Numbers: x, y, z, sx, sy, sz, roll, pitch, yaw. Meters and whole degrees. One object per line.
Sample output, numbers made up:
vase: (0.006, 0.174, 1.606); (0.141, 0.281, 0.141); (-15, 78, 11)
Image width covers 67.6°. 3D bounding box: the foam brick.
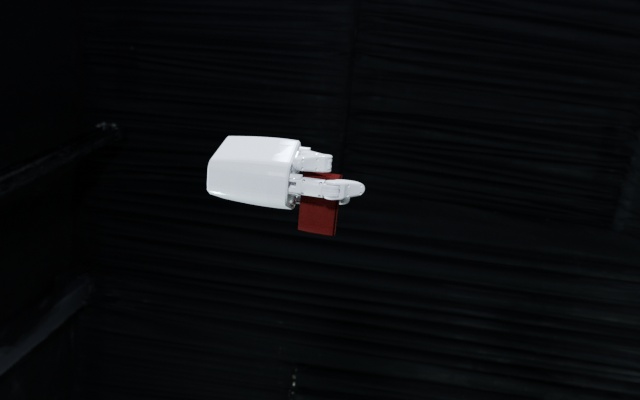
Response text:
foam brick: (0.000, 0.002, 0.657); (0.051, 0.078, 0.053); (6, 13, 4)
